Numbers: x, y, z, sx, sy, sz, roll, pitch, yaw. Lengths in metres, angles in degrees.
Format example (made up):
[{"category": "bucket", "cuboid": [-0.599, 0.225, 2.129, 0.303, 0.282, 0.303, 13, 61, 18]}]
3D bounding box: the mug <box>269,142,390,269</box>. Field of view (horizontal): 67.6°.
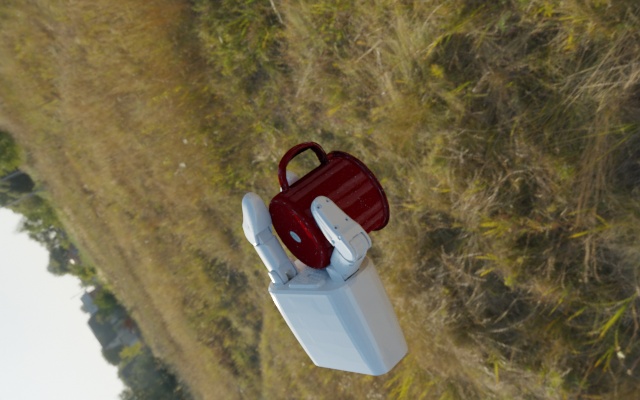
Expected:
[{"category": "mug", "cuboid": [-0.001, 0.000, 0.454, 0.081, 0.117, 0.093, -36, 20, -26]}]
